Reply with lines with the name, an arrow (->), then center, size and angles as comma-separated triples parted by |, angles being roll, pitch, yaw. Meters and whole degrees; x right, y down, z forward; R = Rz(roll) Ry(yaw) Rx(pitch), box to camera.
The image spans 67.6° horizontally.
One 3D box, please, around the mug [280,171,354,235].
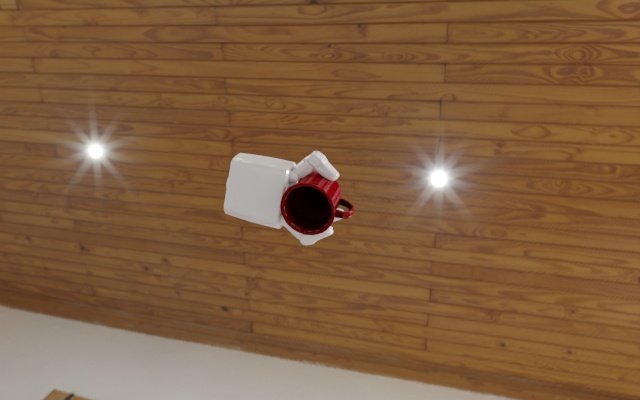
mug -> 0.002, 0.003, 0.809 | 0.117, 0.093, 0.081 | 13, 25, 11
